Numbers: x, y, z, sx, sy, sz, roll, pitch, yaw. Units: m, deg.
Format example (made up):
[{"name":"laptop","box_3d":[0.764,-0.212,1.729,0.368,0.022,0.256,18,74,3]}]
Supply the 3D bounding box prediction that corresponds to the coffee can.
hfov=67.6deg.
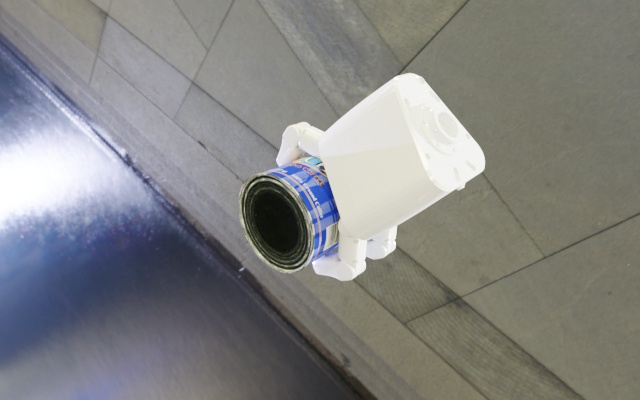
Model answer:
[{"name":"coffee can","box_3d":[0.000,0.002,0.505,0.103,0.103,0.140,0,18,43]}]
